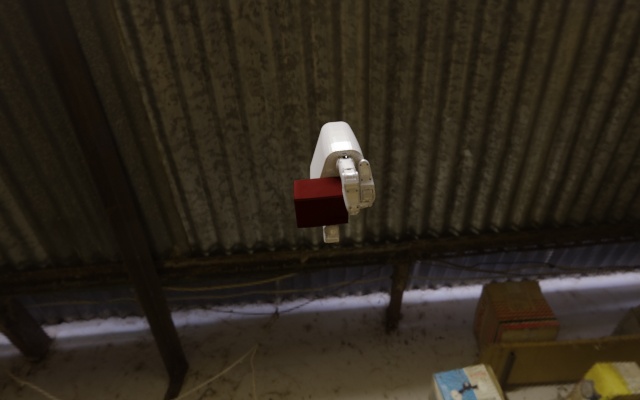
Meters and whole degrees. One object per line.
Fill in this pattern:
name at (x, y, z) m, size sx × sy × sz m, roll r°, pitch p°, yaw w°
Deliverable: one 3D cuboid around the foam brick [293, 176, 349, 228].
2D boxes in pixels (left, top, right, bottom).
foam brick at (0.000, 0.002, 0.699) m, size 0.078 × 0.053 × 0.051 m, roll -5°, pitch 37°, yaw -4°
